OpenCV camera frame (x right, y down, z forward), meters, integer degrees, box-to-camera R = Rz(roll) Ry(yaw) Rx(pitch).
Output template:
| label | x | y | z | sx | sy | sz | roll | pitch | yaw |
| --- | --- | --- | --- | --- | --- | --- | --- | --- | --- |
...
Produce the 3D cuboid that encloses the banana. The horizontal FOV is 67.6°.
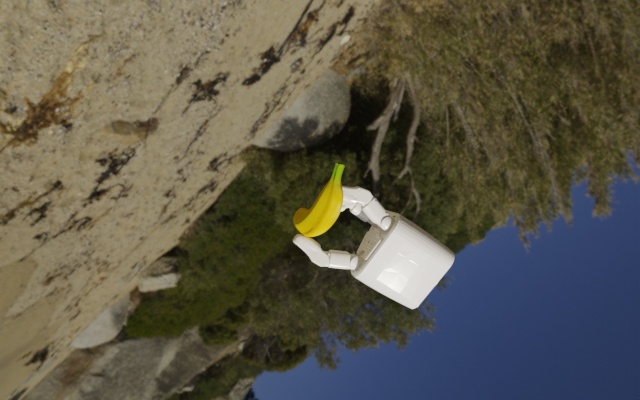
| label | x | y | z | sx | sy | sz | roll | pitch | yaw |
| --- | --- | --- | --- | --- | --- | --- | --- | --- | --- |
| banana | -0.005 | 0.017 | 0.662 | 0.037 | 0.069 | 0.198 | 24 | -25 | -10 |
